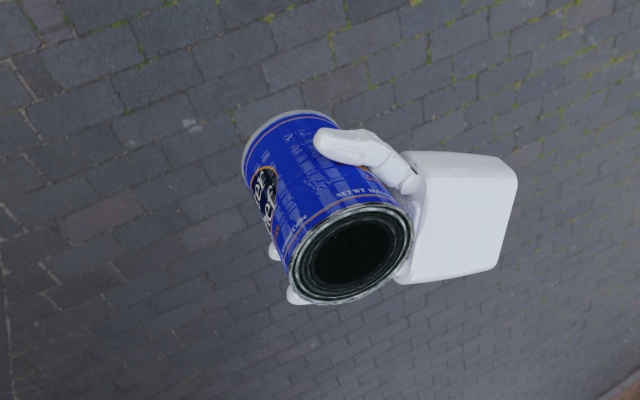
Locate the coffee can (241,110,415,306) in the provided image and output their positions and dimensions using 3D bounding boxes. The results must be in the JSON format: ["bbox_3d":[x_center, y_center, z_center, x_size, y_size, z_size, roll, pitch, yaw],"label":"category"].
[{"bbox_3d":[0.000,0.001,0.403,0.103,0.103,0.140,0,37,-27],"label":"coffee can"}]
